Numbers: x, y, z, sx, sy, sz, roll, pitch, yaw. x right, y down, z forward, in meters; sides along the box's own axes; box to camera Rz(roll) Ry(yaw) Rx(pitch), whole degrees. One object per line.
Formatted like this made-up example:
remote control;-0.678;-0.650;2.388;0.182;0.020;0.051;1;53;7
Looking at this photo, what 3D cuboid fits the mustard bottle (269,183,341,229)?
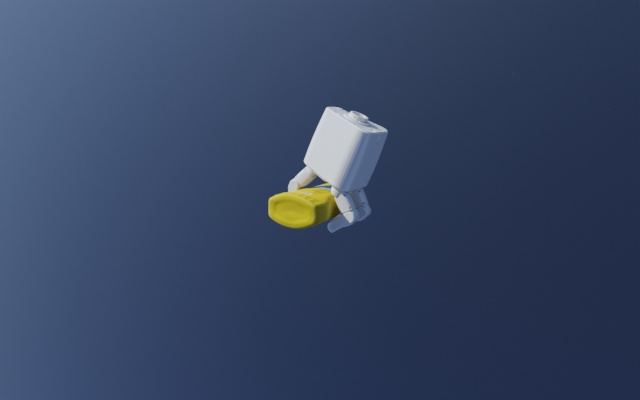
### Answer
mustard bottle;0.000;0.003;0.840;0.096;0.058;0.191;6;12;30
